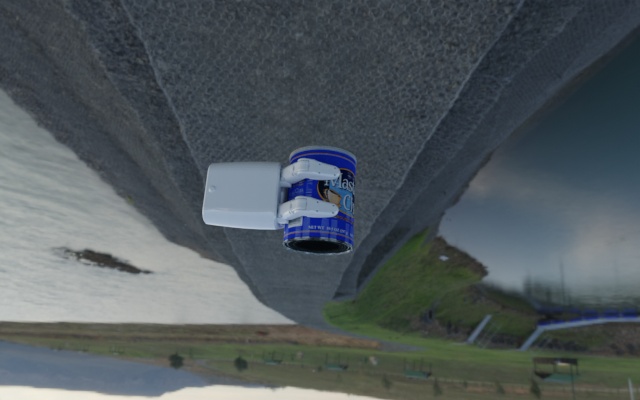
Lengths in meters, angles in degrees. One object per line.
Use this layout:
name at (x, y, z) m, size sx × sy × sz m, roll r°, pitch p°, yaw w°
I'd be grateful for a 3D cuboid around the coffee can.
coffee can at (0.000, 0.002, 0.710) m, size 0.103 × 0.140 × 0.103 m, roll 3°, pitch -18°, yaw 1°
